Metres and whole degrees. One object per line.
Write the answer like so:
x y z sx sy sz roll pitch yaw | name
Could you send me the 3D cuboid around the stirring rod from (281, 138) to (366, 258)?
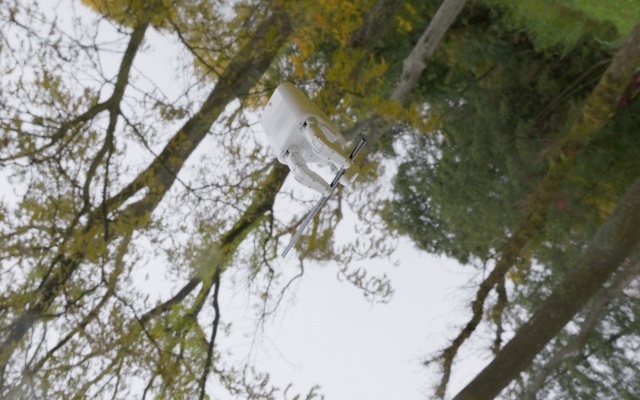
0.000 0.002 0.736 0.011 0.240 0.011 28 26 -15 | stirring rod
